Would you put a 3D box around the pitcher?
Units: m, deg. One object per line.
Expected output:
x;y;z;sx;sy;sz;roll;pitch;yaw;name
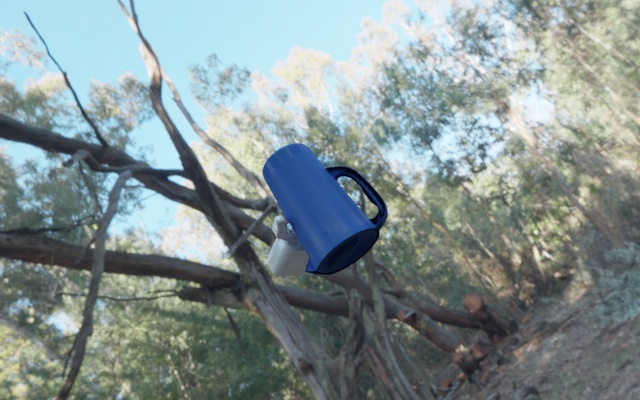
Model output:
0.000;0.003;0.895;0.149;0.242;0.145;-15;-32;-36;pitcher
